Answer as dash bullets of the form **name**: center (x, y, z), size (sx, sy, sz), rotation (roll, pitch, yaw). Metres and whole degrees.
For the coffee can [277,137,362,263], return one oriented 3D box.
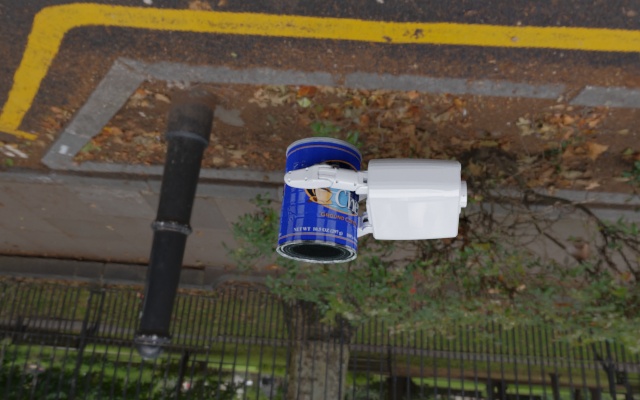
- **coffee can**: center (0.000, 0.002, 0.627), size (0.103, 0.140, 0.103), rotation (4, -20, 1)
